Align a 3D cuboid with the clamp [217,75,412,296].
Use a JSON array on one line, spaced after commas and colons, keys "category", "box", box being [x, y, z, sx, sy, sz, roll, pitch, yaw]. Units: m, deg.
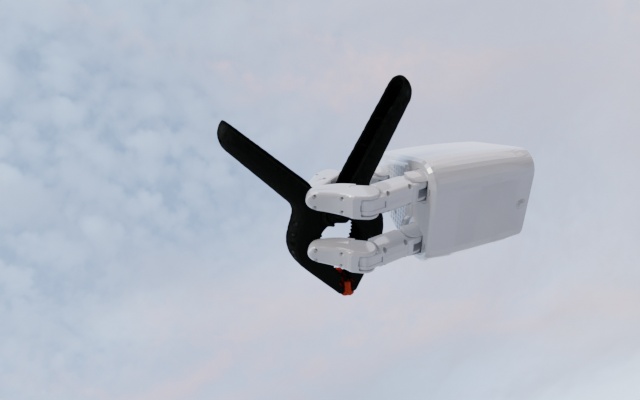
[{"category": "clamp", "box": [0.000, 0.001, 0.427, 0.164, 0.210, 0.036, -11, 31, -16]}]
